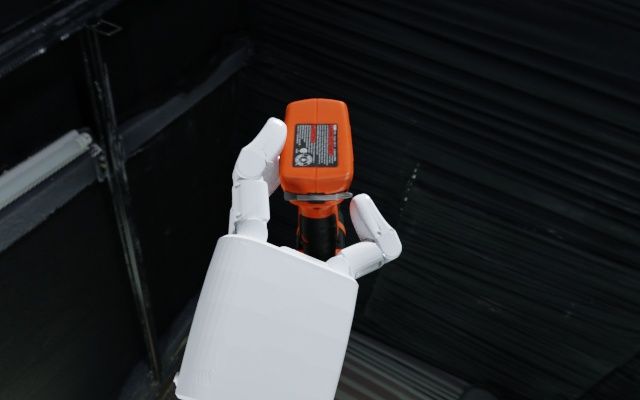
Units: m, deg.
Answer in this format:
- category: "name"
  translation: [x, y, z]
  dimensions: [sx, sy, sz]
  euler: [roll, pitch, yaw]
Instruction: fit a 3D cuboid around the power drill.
- category: "power drill"
  translation: [0.000, 0.001, 0.452]
  dimensions: [0.057, 0.184, 0.188]
  euler: [-3, -43, 1]
